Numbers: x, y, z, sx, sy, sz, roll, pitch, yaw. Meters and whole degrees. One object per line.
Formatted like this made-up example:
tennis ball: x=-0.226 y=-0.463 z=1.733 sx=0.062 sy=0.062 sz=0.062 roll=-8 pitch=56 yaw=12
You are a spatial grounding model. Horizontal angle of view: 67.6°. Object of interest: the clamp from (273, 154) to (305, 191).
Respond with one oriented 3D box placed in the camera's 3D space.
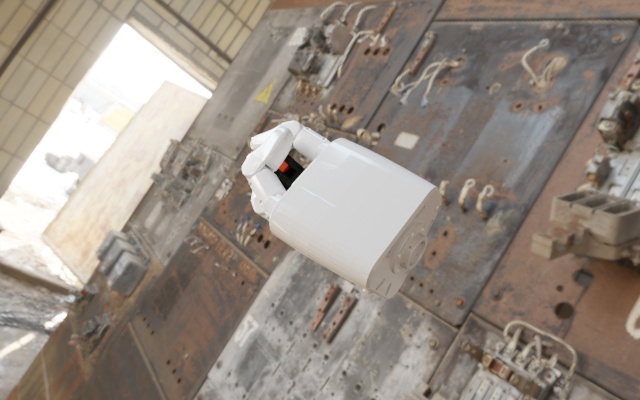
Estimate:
clamp: x=0.000 y=0.001 z=0.526 sx=0.120 sy=0.039 sz=0.171 roll=29 pitch=-6 yaw=28
